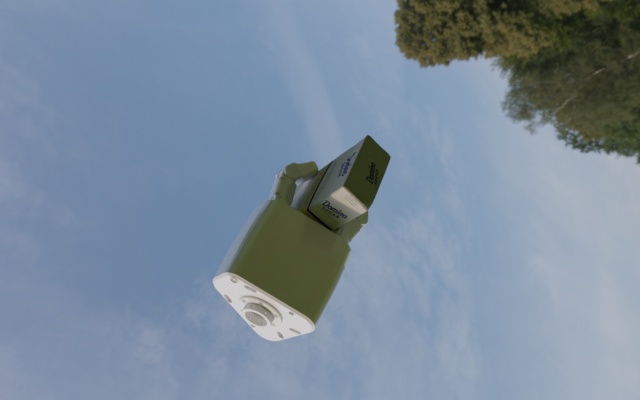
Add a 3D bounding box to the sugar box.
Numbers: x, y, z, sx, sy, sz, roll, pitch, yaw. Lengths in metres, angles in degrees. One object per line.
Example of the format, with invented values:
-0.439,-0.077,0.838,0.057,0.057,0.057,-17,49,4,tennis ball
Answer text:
0.000,0.002,0.568,0.048,0.093,0.176,43,-43,-17,sugar box
